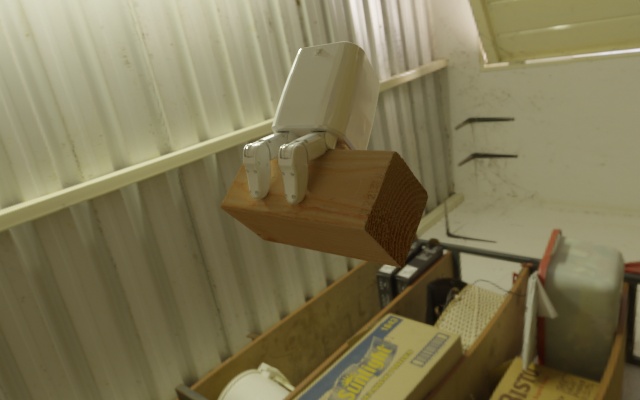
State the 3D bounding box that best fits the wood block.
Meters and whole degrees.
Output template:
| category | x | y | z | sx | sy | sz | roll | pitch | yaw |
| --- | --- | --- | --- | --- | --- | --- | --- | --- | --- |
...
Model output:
| category | x | y | z | sx | sy | sz | roll | pitch | yaw |
| --- | --- | --- | --- | --- | --- | --- | --- | --- | --- |
| wood block | 0.000 | 0.002 | 0.537 | 0.206 | 0.090 | 0.091 | 6 | -25 | 40 |
